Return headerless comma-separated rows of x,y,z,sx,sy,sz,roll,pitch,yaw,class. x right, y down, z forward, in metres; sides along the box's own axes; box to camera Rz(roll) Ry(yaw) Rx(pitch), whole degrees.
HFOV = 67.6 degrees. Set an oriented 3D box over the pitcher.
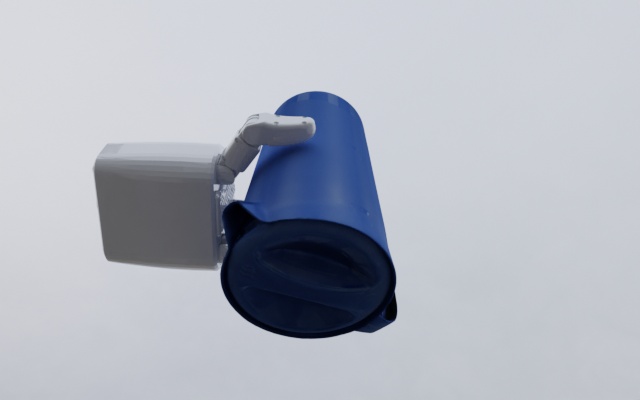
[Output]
0.000,0.001,0.455,0.145,0.149,0.242,2,38,1,pitcher
